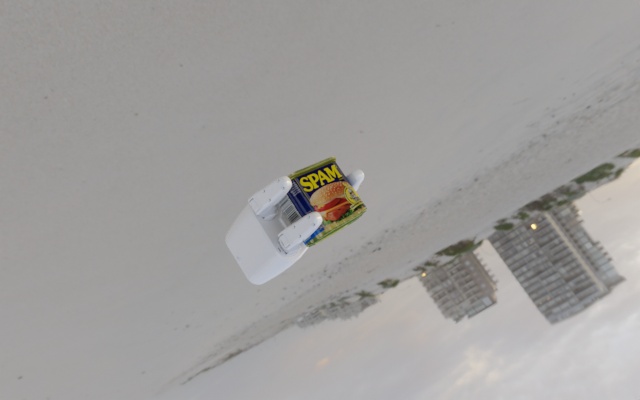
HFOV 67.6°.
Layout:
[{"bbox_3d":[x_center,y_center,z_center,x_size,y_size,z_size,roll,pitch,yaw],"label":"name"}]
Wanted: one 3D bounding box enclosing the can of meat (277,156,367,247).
[{"bbox_3d":[0.000,0.002,0.602,0.102,0.084,0.057,-26,-11,-43],"label":"can of meat"}]
